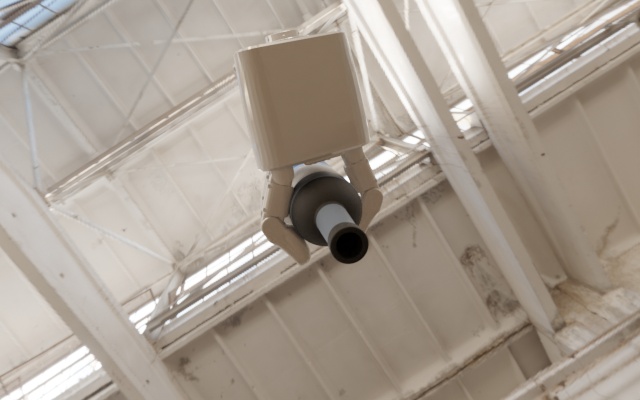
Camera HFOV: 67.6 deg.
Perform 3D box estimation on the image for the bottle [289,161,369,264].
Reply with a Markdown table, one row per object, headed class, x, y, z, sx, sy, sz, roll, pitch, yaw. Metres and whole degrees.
| class | x | y | z | sx | sy | sz | roll | pitch | yaw |
| --- | --- | --- | --- | --- | --- | --- | --- | --- | --- |
| bottle | 0.000 | 0.002 | 0.471 | 0.069 | 0.069 | 0.295 | 0 | 12 | -8 |
